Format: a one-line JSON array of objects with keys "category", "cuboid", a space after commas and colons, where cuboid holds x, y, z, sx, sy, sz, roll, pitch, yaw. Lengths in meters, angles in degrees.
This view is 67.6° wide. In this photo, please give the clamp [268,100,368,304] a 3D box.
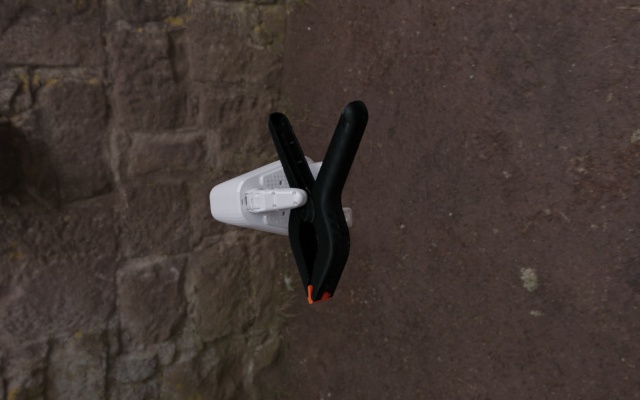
[{"category": "clamp", "cuboid": [-0.001, 0.002, 0.484, 0.036, 0.210, 0.164, -7, 2, -31]}]
